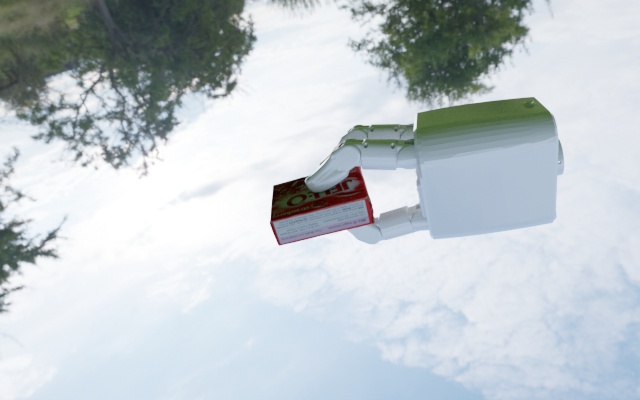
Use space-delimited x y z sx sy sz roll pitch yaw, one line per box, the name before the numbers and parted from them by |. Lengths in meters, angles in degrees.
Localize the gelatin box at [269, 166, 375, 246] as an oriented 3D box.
gelatin box | 0.000 0.002 0.437 0.089 0.030 0.073 -15 27 4
